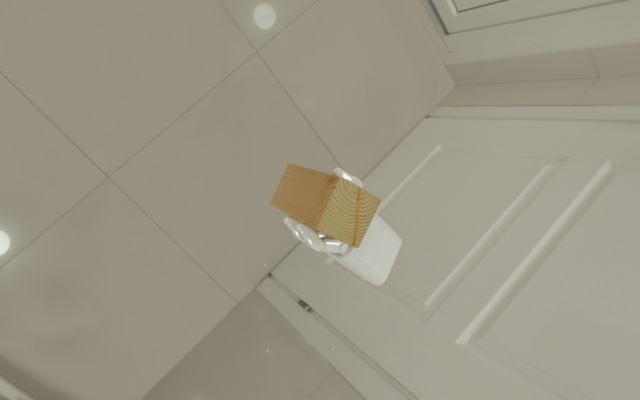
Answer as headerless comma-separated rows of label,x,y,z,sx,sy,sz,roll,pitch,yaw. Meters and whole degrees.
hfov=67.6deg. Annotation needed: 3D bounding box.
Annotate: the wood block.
wood block,0.001,0.003,0.837,0.090,0.091,0.206,27,-3,-28
